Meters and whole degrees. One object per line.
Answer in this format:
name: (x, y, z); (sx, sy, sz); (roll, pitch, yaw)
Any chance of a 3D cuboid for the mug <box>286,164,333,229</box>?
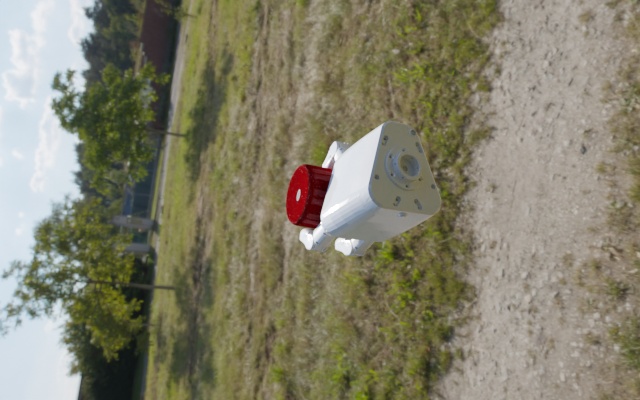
mug: (-0.001, 0.002, 0.645); (0.081, 0.093, 0.117); (10, -24, -24)
